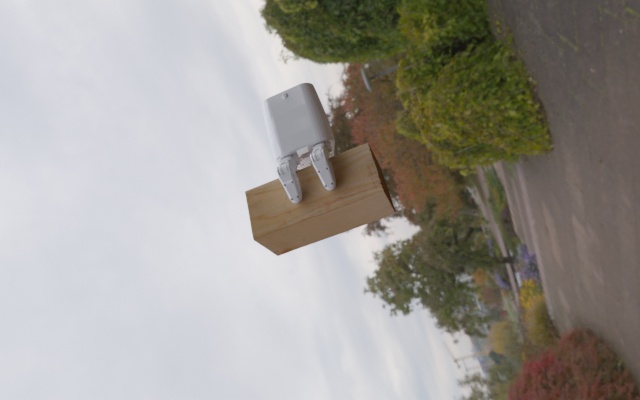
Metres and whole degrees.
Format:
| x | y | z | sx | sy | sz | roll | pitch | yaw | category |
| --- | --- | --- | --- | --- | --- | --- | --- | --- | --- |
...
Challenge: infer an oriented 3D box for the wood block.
| x | y | z | sx | sy | sz | roll | pitch | yaw | category |
| --- | --- | --- | --- | --- | --- | --- | --- | --- | --- |
| 0.000 | 0.002 | 0.744 | 0.206 | 0.090 | 0.091 | -21 | -27 | 12 | wood block |
